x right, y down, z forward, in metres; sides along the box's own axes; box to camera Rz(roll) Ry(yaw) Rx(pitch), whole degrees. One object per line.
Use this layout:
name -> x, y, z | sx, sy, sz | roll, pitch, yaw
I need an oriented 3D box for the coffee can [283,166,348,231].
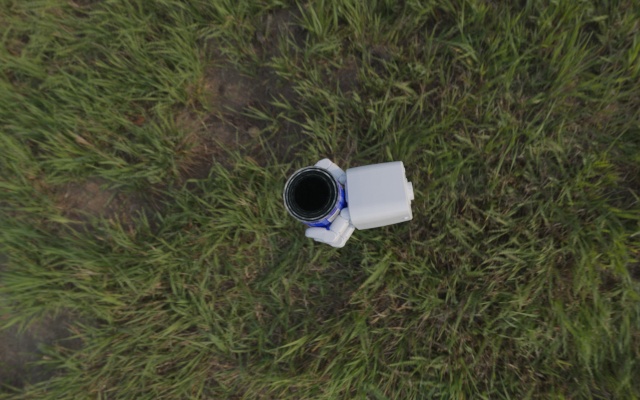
coffee can -> 0.000, 0.003, 0.898 | 0.103, 0.102, 0.140 | 0, -12, 15
